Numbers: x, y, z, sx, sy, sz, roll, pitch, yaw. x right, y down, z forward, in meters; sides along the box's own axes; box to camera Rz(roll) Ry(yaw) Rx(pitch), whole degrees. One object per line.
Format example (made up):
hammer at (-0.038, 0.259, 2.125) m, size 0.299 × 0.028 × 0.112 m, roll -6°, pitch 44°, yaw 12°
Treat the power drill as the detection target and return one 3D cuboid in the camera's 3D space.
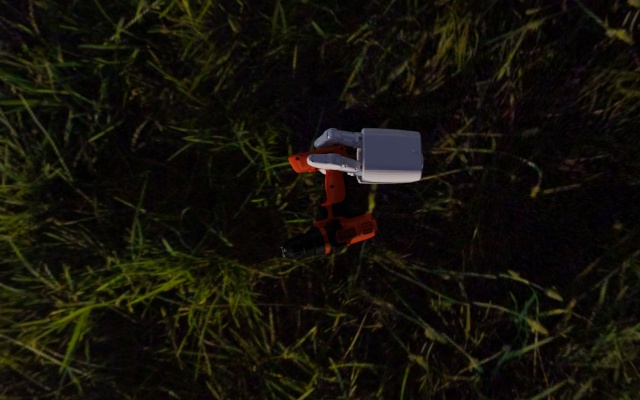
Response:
power drill at (0.000, 0.002, 0.867) m, size 0.184 × 0.187 × 0.057 m, roll -16°, pitch 7°, yaw -18°
